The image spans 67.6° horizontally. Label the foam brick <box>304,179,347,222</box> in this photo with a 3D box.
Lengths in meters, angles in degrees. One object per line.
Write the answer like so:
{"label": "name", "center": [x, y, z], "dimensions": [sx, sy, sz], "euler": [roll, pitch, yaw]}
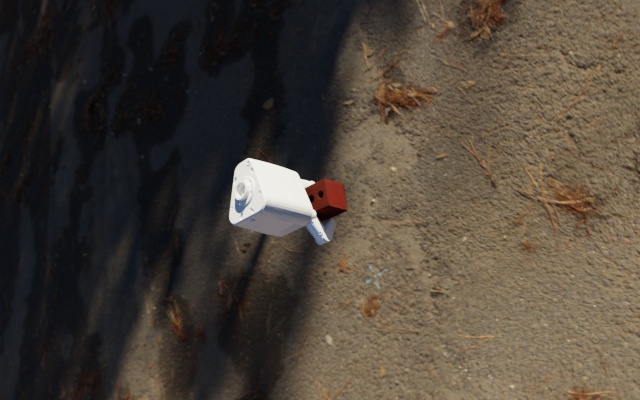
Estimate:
{"label": "foam brick", "center": [0.000, 0.003, 0.845], "dimensions": [0.078, 0.053, 0.051], "euler": [-26, -28, 36]}
